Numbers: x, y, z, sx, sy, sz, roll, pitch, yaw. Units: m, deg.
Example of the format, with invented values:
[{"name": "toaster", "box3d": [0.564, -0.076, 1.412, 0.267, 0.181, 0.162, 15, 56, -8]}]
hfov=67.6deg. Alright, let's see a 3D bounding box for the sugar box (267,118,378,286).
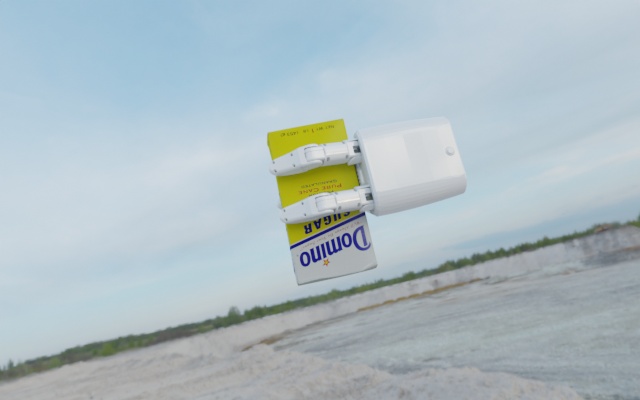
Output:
[{"name": "sugar box", "box3d": [0.000, 0.002, 0.547, 0.093, 0.176, 0.048, -12, -11, -6]}]
